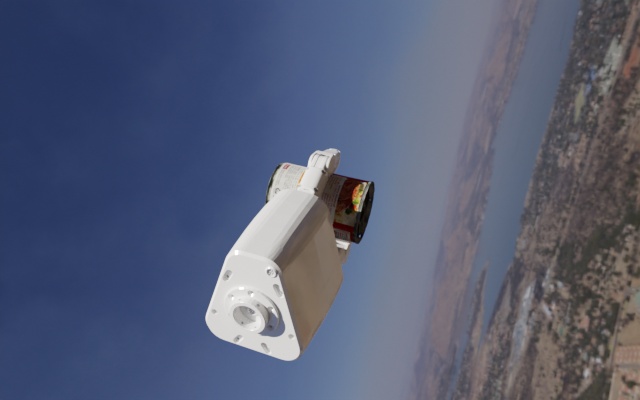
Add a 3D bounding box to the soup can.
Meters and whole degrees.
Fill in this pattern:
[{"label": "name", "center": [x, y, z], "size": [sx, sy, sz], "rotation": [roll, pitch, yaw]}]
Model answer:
[{"label": "soup can", "center": [0.000, 0.001, 0.514], "size": [0.102, 0.068, 0.068], "rotation": [14, 3, 14]}]
